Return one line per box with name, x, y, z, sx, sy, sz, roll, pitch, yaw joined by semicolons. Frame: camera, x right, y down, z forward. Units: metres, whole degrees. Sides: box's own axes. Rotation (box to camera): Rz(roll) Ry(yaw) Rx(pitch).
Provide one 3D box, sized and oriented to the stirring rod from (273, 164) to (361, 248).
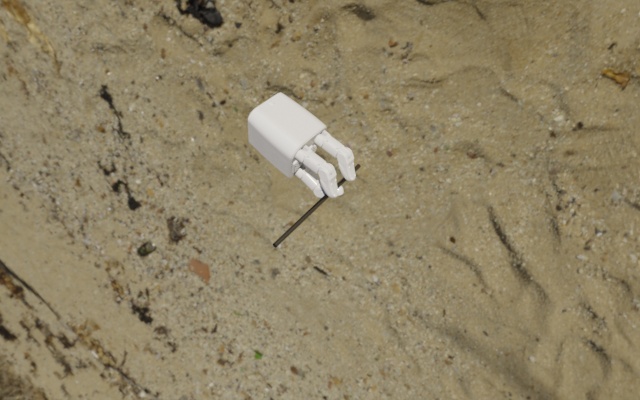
stirring rod;0.000;0.003;0.797;0.011;0.011;0.239;0;33;44
